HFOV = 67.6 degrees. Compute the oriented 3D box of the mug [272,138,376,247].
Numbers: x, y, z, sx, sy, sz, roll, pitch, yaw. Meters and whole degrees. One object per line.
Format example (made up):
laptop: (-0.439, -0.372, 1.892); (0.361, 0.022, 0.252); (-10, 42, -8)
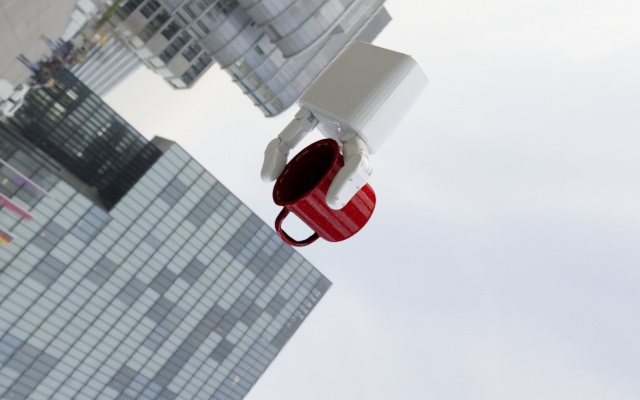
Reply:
mug: (-0.001, 0.003, 0.525); (0.081, 0.117, 0.093); (44, -8, -29)
